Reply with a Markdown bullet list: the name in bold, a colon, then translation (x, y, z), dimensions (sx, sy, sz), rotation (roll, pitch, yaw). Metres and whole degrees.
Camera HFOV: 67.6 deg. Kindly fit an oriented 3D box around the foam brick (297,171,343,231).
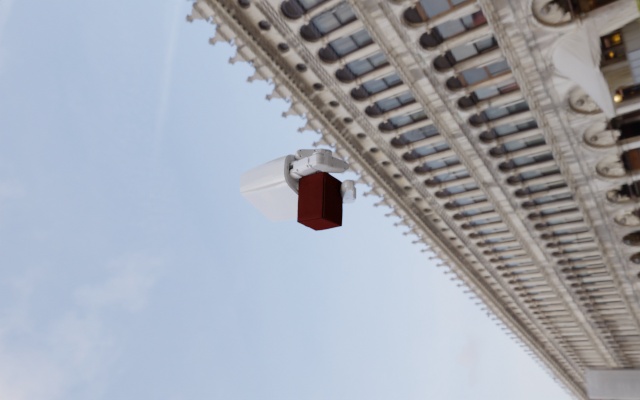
- **foam brick**: translation (0.000, 0.003, 0.745), dimensions (0.051, 0.078, 0.053), rotation (-13, -27, 33)
